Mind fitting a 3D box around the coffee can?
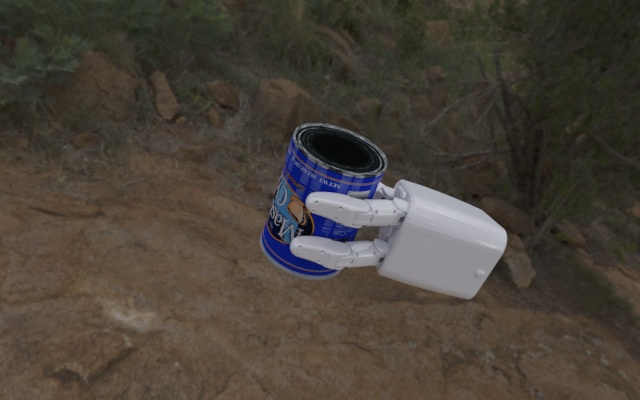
[{"bbox_3d":[0.000,0.002,0.523,0.103,0.140,0.102,15,31,-9],"label":"coffee can"}]
